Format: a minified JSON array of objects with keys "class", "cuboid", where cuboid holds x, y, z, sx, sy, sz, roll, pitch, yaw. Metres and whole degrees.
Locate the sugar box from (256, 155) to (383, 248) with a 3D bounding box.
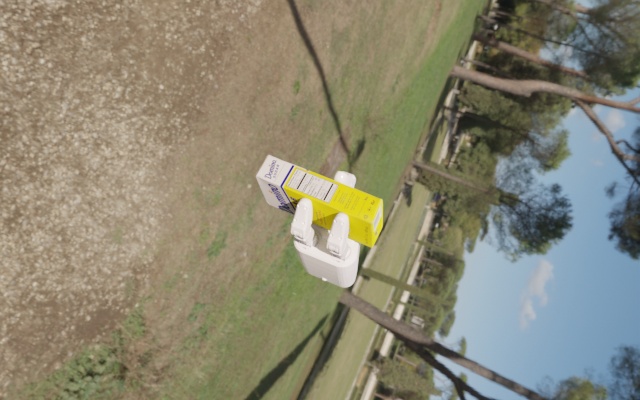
[{"class":"sugar box","cuboid":[0.000,0.003,0.676,0.176,0.048,0.093,19,-23,16]}]
